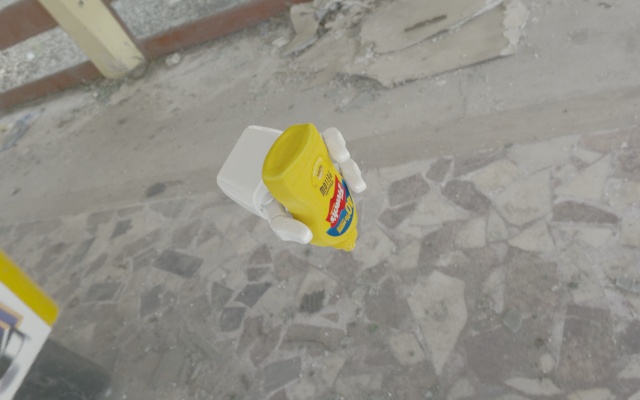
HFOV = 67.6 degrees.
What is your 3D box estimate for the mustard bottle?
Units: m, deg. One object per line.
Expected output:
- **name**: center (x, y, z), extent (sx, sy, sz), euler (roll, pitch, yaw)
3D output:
- **mustard bottle**: center (0.000, 0.002, 0.608), extent (0.058, 0.096, 0.192), euler (-2, -42, 31)
